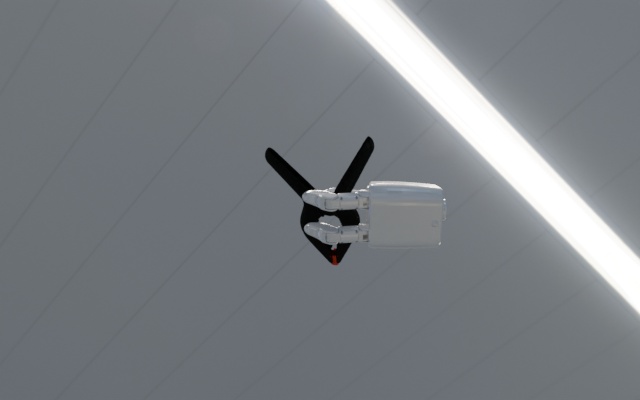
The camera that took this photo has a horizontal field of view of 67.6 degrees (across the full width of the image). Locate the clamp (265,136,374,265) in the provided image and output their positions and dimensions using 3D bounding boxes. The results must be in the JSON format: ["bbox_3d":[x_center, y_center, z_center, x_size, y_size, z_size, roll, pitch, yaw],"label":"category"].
[{"bbox_3d":[0.000,0.003,0.744,0.164,0.210,0.036,2,23,9],"label":"clamp"}]
